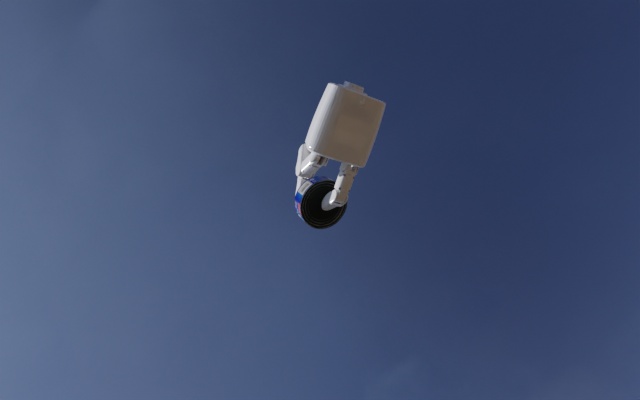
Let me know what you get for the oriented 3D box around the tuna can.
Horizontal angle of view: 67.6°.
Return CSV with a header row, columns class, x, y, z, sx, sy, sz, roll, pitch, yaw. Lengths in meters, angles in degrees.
class,x,y,z,sx,sy,sz,roll,pitch,yaw
tuna can,0.000,0.003,0.808,0.086,0.086,0.033,0,17,-25
